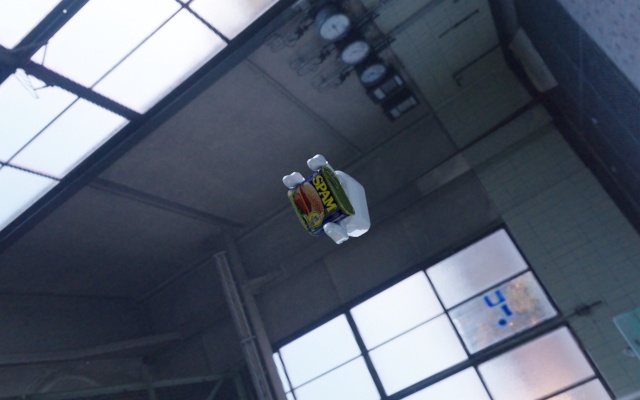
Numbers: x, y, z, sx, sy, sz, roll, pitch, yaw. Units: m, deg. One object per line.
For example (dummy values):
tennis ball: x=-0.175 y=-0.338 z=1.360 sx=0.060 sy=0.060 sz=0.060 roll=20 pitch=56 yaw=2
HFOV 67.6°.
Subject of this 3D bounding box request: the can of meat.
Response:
can of meat: x=0.000 y=0.003 z=0.858 sx=0.084 sy=0.102 sz=0.057 roll=-33 pitch=-20 yaw=17
